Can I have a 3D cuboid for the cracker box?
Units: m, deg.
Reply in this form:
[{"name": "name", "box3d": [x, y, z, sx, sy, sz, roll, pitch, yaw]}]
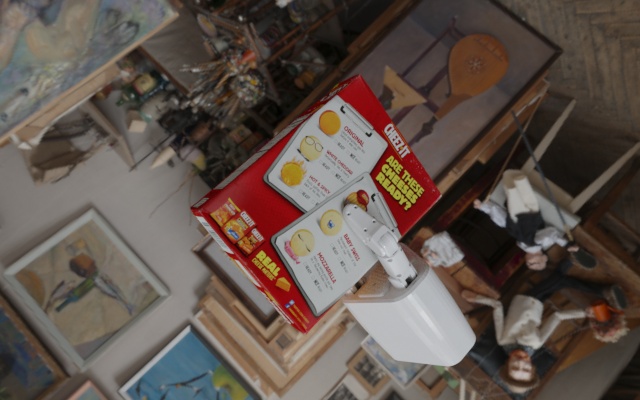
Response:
[{"name": "cracker box", "box3d": [0.000, 0.002, 0.500, 0.213, 0.164, 0.072, -43, 18, -18]}]
